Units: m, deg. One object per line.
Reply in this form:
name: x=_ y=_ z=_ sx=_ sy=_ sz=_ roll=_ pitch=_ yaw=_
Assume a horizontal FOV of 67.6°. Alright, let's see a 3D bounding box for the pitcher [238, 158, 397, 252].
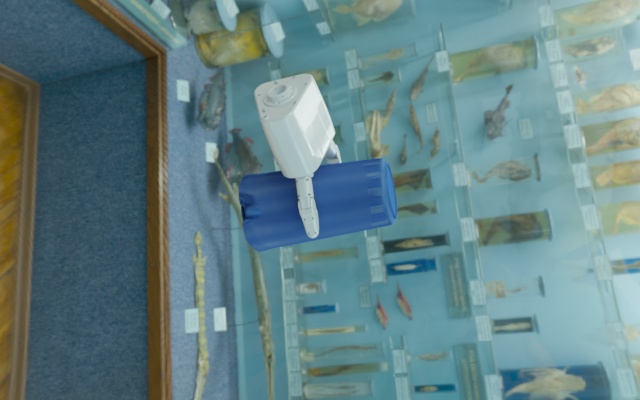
pitcher: x=0.000 y=0.003 z=0.793 sx=0.243 sy=0.145 sz=0.149 roll=-9 pitch=41 yaw=15
